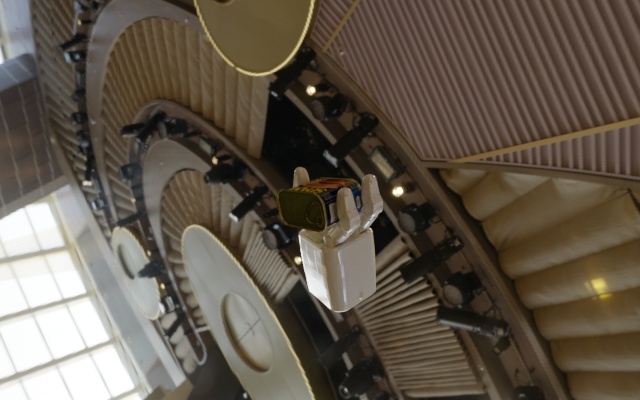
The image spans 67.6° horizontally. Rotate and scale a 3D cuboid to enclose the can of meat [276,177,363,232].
[{"bbox_3d":[0.000,0.002,0.702,0.084,0.057,0.102,-22,19,-40],"label":"can of meat"}]
